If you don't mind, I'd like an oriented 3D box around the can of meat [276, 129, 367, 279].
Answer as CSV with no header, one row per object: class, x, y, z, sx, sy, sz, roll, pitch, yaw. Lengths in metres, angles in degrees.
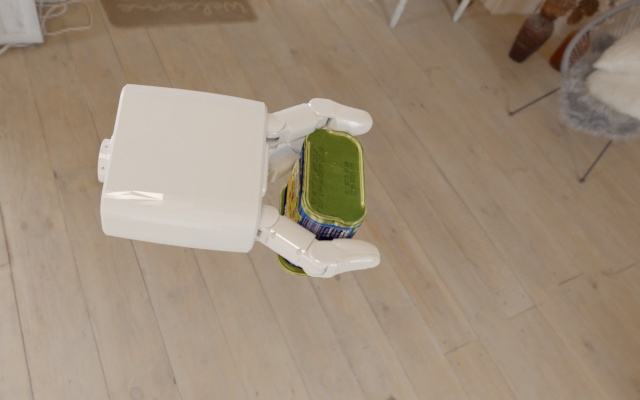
can of meat,0.000,0.001,0.408,0.057,0.102,0.084,10,-38,-13
